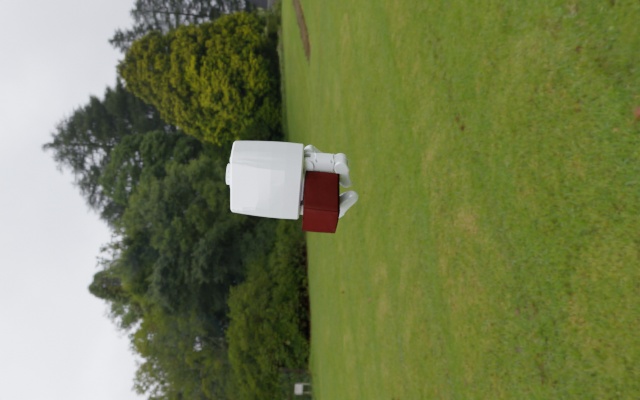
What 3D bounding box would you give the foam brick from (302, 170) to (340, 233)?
[{"bbox_3d":[0.000,0.002,0.703,0.051,0.078,0.053,5,-43,-4],"label":"foam brick"}]
